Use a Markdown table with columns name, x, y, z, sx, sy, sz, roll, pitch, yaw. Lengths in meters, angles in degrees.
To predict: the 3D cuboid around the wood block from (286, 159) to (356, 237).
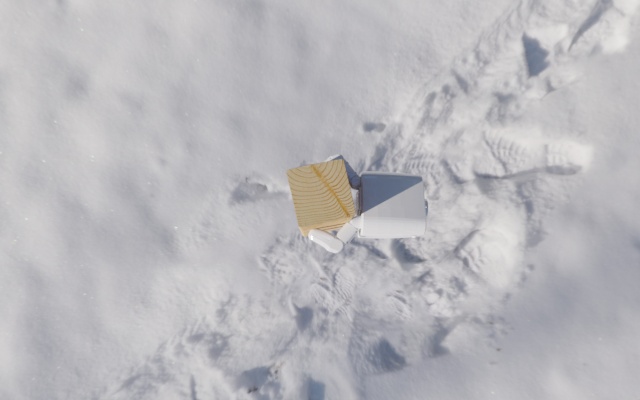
| name | x | y | z | sx | sy | sz | roll | pitch | yaw |
| --- | --- | --- | --- | --- | --- | --- | --- | --- | --- |
| wood block | 0.000 | 0.002 | 0.806 | 0.090 | 0.091 | 0.206 | -12 | -8 | -2 |
